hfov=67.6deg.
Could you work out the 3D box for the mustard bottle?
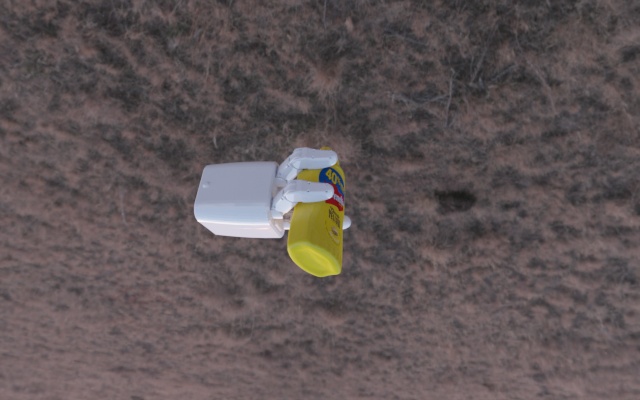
[{"bbox_3d":[0.000,0.002,0.668,0.058,0.191,0.096,-15,-39,26],"label":"mustard bottle"}]
